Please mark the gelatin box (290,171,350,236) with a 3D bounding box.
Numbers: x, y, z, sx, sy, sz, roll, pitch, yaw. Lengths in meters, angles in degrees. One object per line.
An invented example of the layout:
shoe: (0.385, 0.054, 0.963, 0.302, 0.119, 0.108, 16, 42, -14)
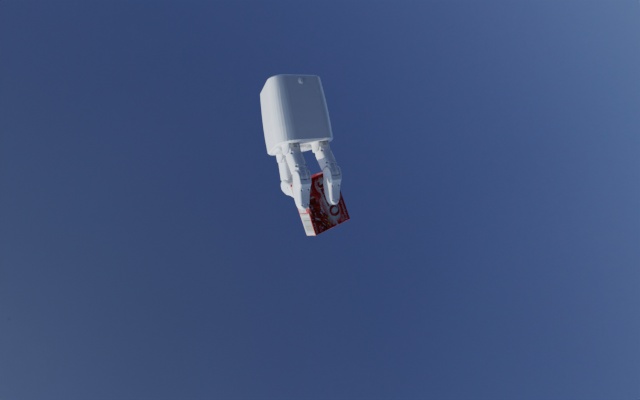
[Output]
gelatin box: (0.000, 0.003, 0.763, 0.073, 0.089, 0.030, -24, 11, -33)
